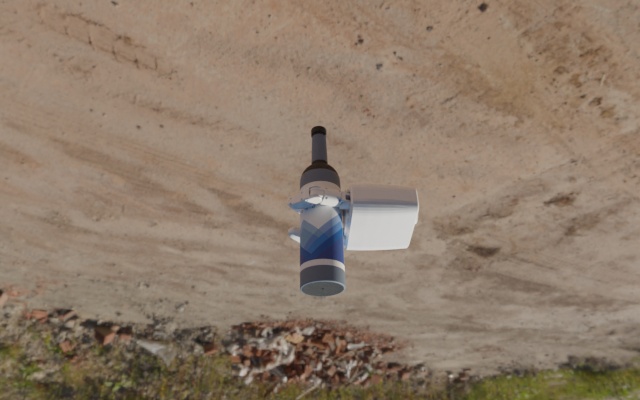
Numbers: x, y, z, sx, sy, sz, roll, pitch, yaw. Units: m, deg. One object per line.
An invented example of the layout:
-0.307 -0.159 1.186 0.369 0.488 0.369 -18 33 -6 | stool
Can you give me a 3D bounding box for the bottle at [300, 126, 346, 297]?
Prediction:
0.000 0.003 0.768 0.069 0.295 0.069 -1 -31 -1 | bottle
